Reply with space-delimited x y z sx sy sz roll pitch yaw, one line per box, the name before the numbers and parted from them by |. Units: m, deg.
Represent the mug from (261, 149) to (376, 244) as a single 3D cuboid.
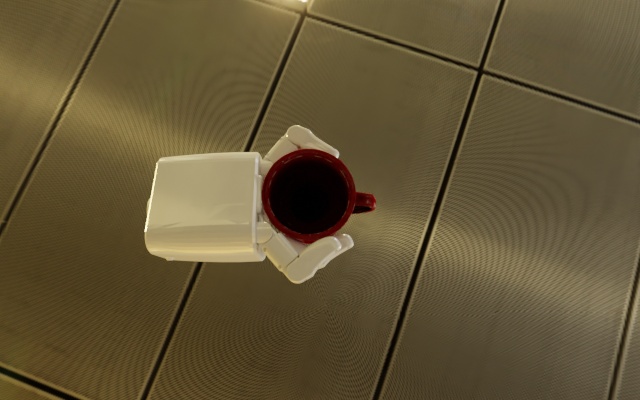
mug | 0.002 0.002 0.508 0.117 0.093 0.081 0 -12 -1
